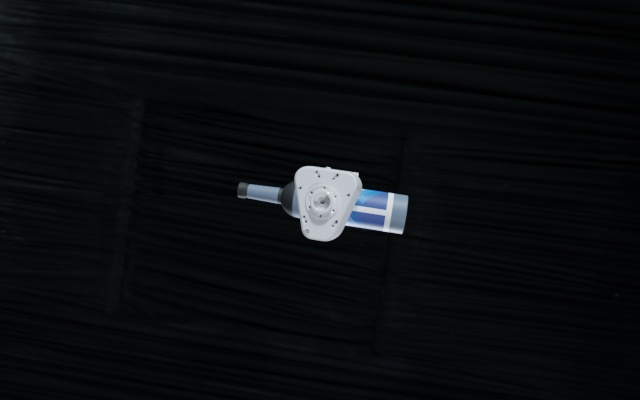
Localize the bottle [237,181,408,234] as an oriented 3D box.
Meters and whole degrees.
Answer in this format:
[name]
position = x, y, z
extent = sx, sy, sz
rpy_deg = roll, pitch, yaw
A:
[bottle]
position = 0.000, 0.003, 0.834
extent = 0.296, 0.069, 0.069
rpy_deg = 9, 1, 6
